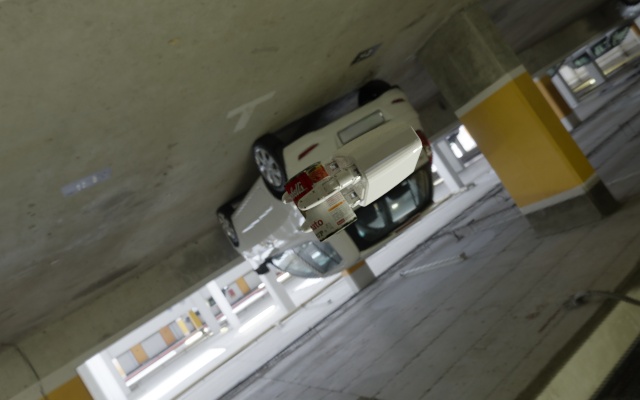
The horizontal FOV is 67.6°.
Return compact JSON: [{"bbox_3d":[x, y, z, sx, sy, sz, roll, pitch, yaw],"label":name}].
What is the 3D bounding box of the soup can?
[{"bbox_3d":[0.000,0.003,0.712,0.068,0.102,0.068,-33,-3,-2],"label":"soup can"}]
